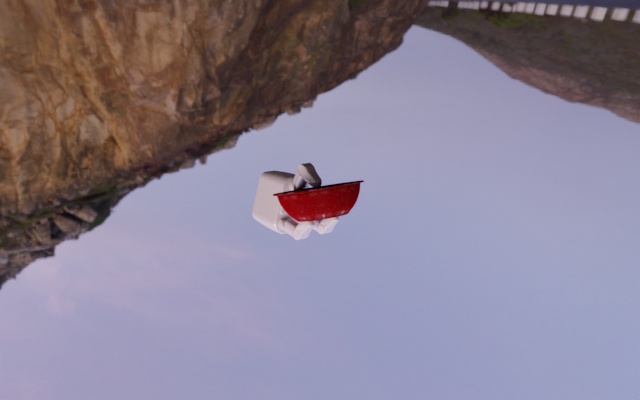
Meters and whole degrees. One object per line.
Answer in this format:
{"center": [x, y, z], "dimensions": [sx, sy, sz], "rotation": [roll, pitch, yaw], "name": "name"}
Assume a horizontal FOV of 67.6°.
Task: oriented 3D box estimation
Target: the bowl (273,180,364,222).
{"center": [0.001, 0.003, 0.835], "dimensions": [0.162, 0.055, 0.162], "rotation": [-9, 2, 0], "name": "bowl"}
